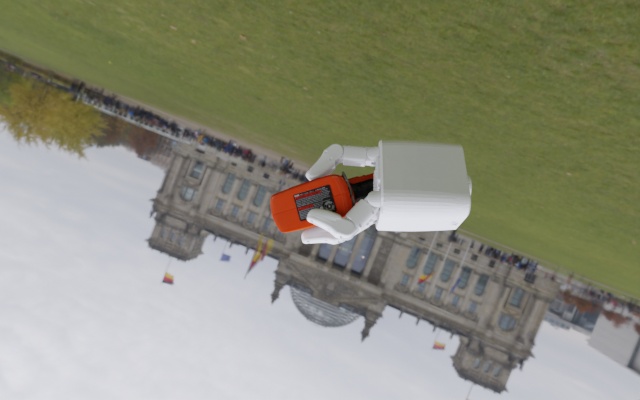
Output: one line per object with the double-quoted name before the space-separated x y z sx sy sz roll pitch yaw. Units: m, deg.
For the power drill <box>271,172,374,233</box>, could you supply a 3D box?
"power drill" 0.000 0.002 0.681 0.184 0.057 0.187 -19 -1 19
